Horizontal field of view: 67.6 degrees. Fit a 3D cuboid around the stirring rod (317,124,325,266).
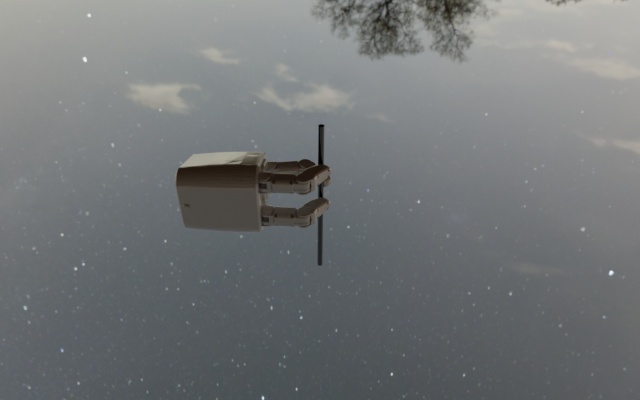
[{"bbox_3d":[0.000,0.002,0.677,0.011,0.240,0.011,0,36,0],"label":"stirring rod"}]
